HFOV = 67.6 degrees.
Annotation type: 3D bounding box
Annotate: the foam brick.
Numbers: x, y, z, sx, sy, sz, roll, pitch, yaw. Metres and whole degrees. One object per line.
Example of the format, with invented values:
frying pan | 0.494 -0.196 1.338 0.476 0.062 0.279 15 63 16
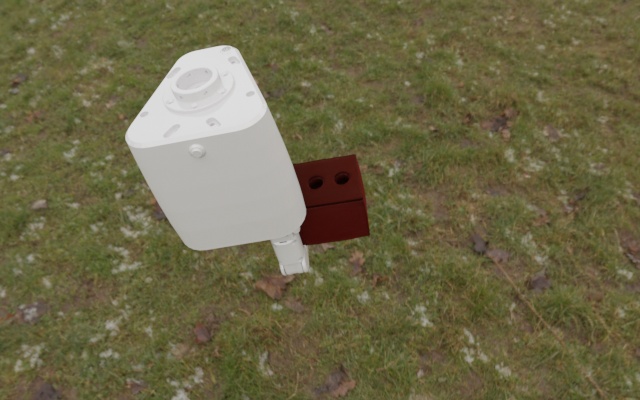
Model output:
foam brick | 0.000 0.001 0.410 0.078 0.053 0.051 -10 -43 5
